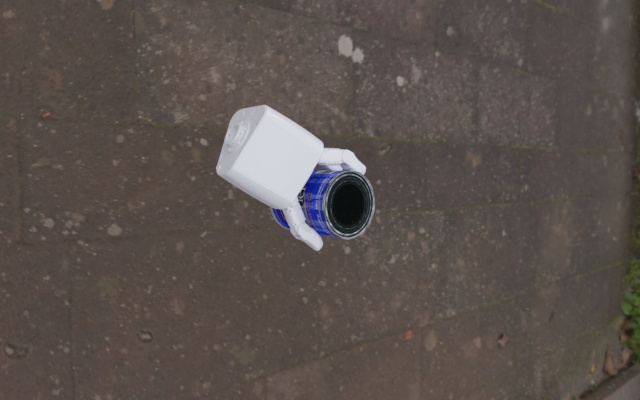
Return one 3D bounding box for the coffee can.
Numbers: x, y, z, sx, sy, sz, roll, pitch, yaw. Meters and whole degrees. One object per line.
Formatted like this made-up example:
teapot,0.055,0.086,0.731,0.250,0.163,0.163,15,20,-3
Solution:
coffee can,0.000,0.003,0.752,0.103,0.103,0.140,0,3,-39
